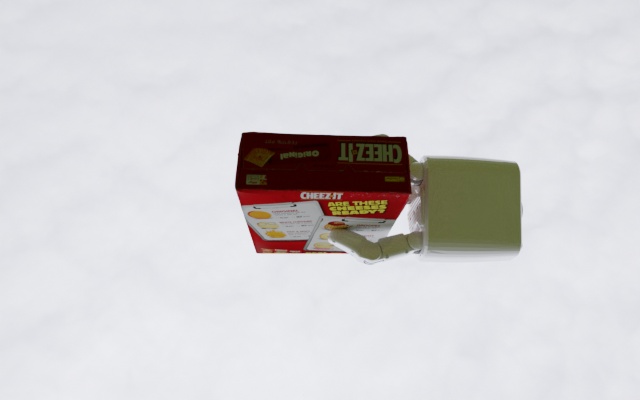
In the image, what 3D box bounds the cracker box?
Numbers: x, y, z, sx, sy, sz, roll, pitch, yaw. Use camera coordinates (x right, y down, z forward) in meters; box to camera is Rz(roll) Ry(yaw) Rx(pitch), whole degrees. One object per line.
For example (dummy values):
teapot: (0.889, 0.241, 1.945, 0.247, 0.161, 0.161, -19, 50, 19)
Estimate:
cracker box: (0.000, 0.002, 0.543, 0.164, 0.072, 0.214, 1, -22, -2)
